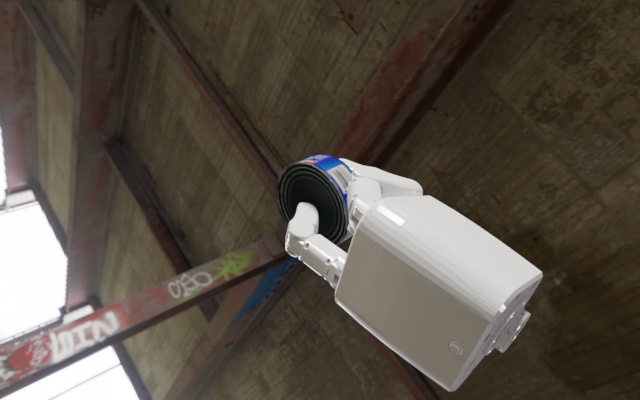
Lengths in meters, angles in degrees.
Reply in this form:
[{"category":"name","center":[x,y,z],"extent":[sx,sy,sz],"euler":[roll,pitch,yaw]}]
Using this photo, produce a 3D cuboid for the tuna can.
[{"category":"tuna can","center":[0.000,0.001,0.444],"extent":[0.086,0.086,0.033],"euler":[0,20,44]}]
